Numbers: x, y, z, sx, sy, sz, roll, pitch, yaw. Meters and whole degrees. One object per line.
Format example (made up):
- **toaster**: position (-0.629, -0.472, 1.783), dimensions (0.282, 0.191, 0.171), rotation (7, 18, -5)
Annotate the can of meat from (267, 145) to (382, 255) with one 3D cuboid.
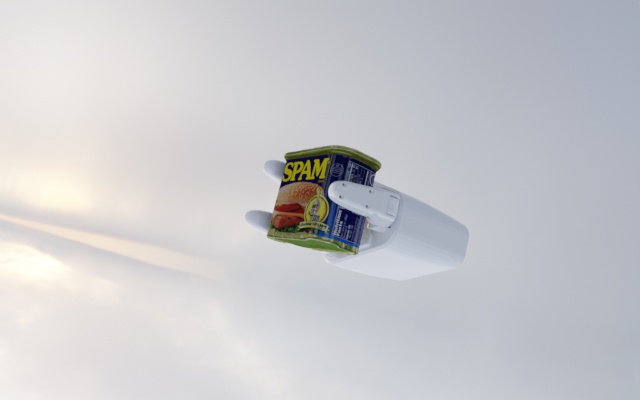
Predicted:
- **can of meat**: position (0.000, 0.002, 0.438), dimensions (0.057, 0.084, 0.102), rotation (21, -13, -35)
